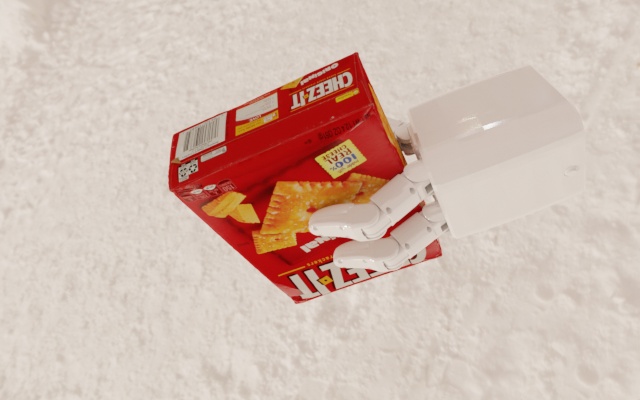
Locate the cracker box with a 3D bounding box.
[{"bbox_3d":[0.000,0.001,0.419,0.164,0.072,0.214,-21,-42,14],"label":"cracker box"}]
